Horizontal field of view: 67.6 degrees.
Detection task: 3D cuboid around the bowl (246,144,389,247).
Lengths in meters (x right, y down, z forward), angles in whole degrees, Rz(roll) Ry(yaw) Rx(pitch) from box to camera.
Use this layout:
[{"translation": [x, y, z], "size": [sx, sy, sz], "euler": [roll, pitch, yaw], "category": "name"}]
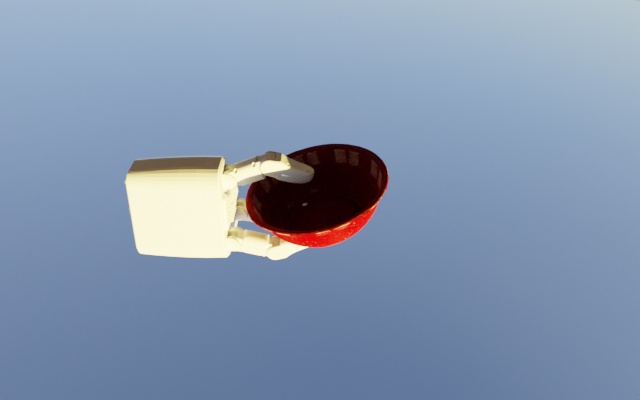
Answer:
[{"translation": [0.001, 0.002, 0.542], "size": [0.162, 0.055, 0.162], "euler": [-10, 38, 8], "category": "bowl"}]
